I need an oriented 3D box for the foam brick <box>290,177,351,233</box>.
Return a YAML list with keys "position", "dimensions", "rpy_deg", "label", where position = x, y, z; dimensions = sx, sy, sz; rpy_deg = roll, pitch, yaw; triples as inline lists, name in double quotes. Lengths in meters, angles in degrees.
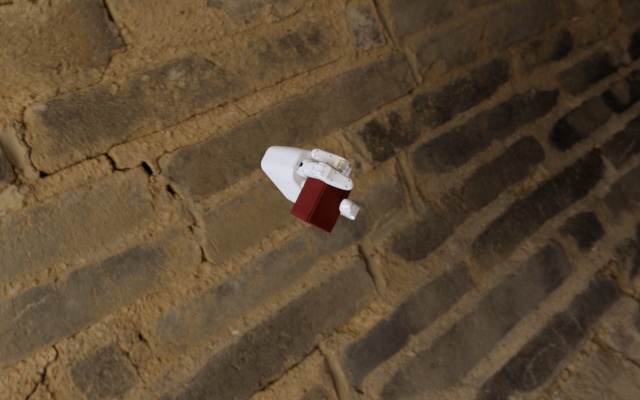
- position: [0.000, 0.003, 0.741]
  dimensions: [0.053, 0.078, 0.051]
  rpy_deg: [32, -8, -38]
  label: "foam brick"
